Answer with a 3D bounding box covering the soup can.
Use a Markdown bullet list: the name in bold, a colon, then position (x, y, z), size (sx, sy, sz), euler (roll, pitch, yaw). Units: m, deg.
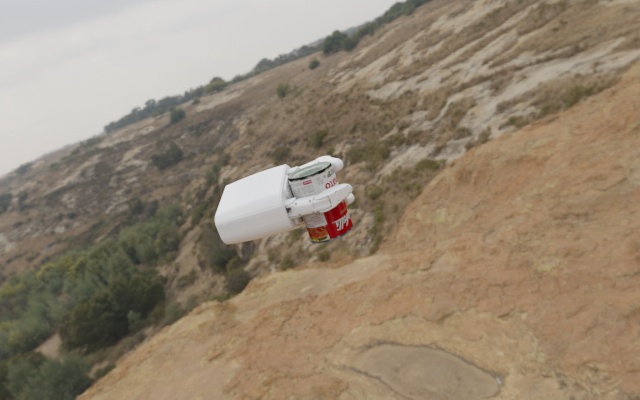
- **soup can**: position (0.000, 0.002, 0.692), size (0.068, 0.102, 0.068), euler (-18, 15, 5)
